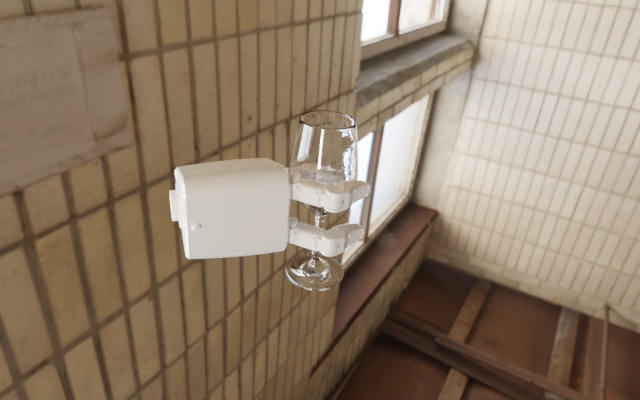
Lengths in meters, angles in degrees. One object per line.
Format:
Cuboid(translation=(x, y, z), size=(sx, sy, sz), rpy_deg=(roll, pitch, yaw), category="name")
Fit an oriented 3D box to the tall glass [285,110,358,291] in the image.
Cuboid(translation=(0.000, 0.002, 0.552), size=(0.079, 0.201, 0.079), rpy_deg=(4, 28, -2), category="tall glass")
